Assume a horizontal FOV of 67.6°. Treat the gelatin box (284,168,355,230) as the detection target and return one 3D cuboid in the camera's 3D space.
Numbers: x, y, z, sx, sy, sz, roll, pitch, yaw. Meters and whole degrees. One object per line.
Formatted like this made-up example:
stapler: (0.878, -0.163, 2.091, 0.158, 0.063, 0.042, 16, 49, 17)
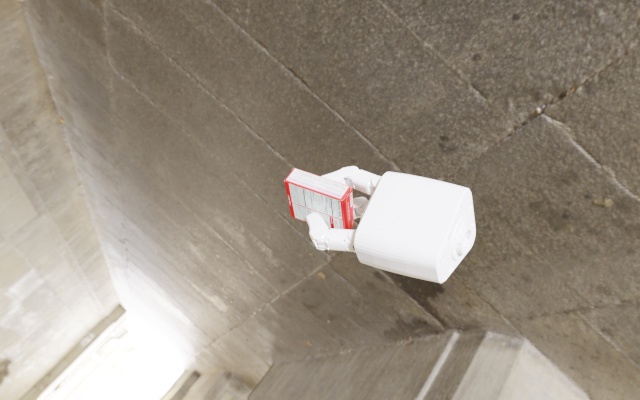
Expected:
gelatin box: (0.000, 0.002, 0.633, 0.089, 0.030, 0.073, 18, -37, 22)
